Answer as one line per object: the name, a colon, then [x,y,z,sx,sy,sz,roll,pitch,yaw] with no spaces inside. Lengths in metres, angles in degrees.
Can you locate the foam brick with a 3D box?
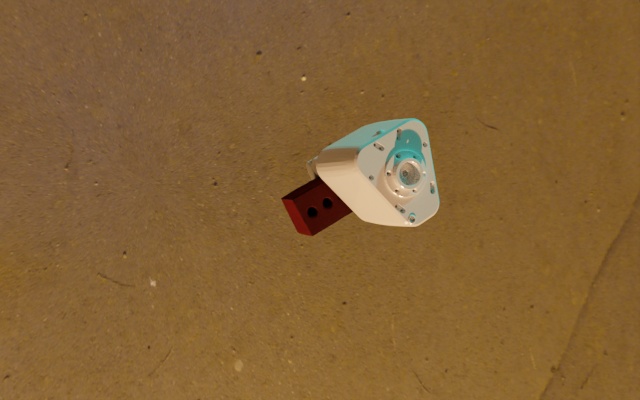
foam brick: [0.000,0.002,0.597,0.078,0.053,0.051,-31,13,-16]
